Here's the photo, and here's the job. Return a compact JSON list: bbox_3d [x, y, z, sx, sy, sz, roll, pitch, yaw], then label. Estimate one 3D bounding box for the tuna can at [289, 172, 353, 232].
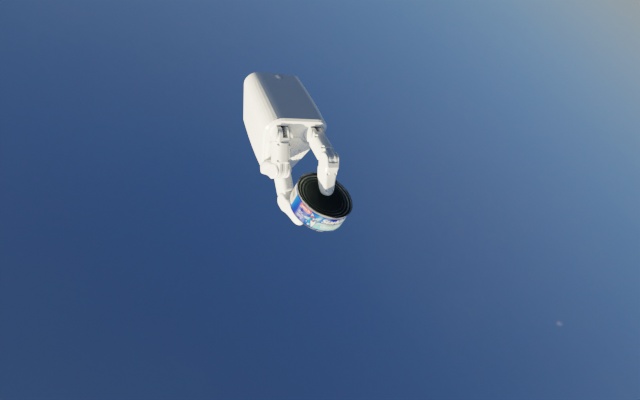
[{"bbox_3d":[0.000,0.003,0.675,0.086,0.086,0.034,0,-41,-34],"label":"tuna can"}]
